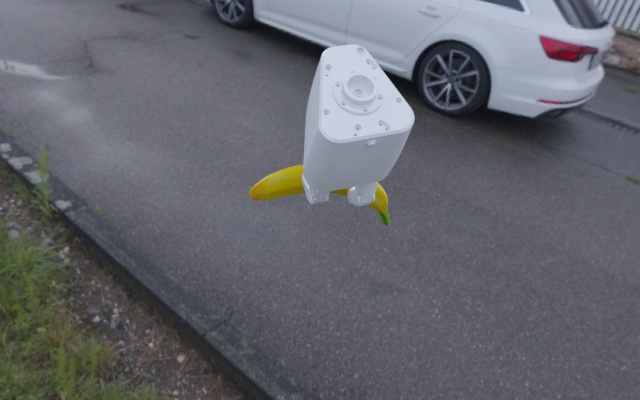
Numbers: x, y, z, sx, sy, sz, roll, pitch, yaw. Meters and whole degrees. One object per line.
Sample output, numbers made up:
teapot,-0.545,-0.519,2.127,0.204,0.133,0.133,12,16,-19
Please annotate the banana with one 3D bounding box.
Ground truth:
banana,0.007,-0.015,0.635,0.198,0.069,0.037,12,10,-6
